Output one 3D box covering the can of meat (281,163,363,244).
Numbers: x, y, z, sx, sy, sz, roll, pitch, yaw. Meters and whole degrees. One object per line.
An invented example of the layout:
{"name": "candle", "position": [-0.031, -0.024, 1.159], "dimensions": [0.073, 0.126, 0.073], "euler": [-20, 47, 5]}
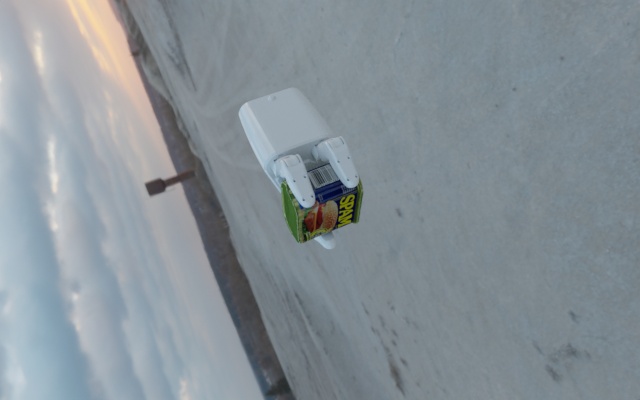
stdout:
{"name": "can of meat", "position": [0.000, 0.002, 0.584], "dimensions": [0.084, 0.057, 0.102], "euler": [-21, -30, -14]}
